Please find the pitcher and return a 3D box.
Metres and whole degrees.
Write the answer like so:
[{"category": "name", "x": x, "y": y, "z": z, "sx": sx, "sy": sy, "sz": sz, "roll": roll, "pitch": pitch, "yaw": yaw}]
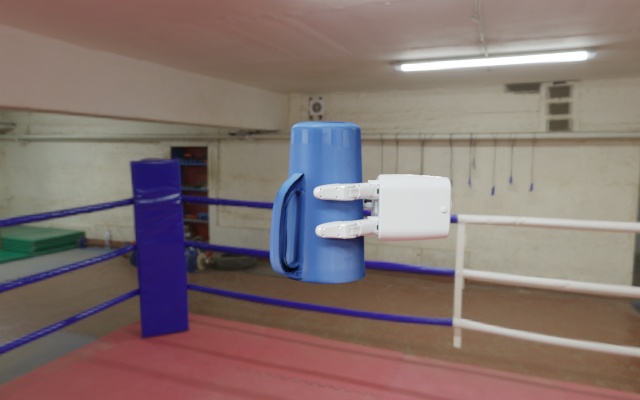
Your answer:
[{"category": "pitcher", "x": 0.000, "y": 0.002, "z": 0.740, "sx": 0.145, "sy": 0.243, "sz": 0.149, "roll": 0, "pitch": 6, "yaw": 0}]
